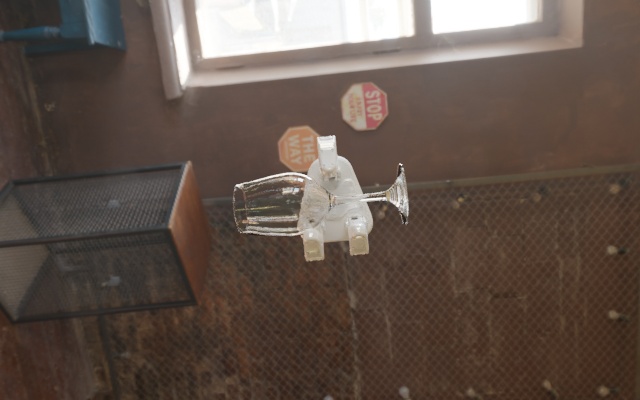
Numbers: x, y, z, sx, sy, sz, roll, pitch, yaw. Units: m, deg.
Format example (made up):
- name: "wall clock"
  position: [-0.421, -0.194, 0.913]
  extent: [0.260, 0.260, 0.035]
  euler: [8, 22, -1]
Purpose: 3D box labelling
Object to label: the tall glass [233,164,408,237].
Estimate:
- name: "tall glass"
  position: [0.001, 0.002, 0.578]
  extent: [0.201, 0.079, 0.079]
  euler: [-5, 0, 3]
